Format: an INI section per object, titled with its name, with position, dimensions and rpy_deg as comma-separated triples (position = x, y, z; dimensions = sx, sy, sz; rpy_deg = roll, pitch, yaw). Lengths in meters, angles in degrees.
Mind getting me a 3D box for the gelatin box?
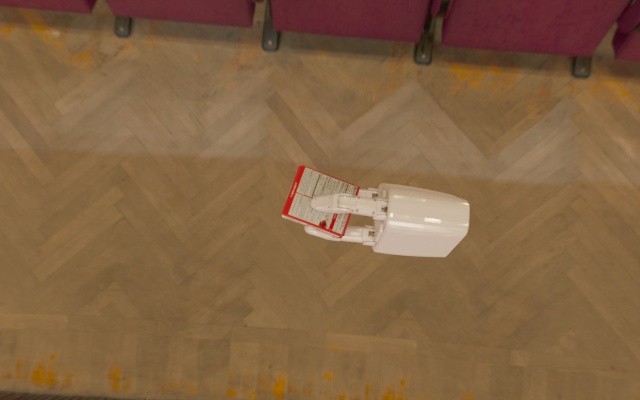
[gelatin box]
position = 0.000, 0.002, 0.645
dimensions = 0.089, 0.073, 0.030
rpy_deg = 21, -11, -5
